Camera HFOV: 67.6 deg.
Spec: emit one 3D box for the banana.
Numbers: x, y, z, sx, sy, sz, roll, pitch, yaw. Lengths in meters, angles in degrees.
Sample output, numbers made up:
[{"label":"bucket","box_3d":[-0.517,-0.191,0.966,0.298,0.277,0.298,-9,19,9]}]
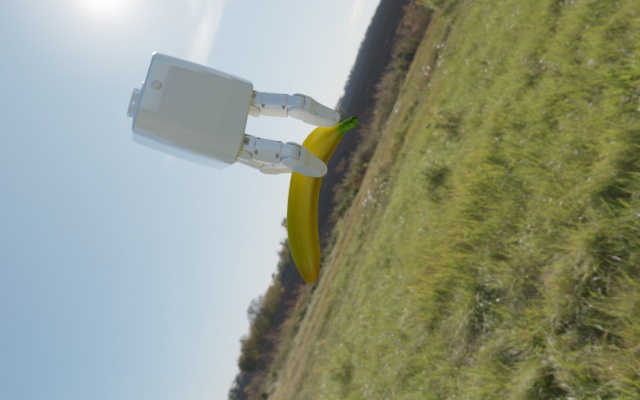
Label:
[{"label":"banana","box_3d":[-0.011,-0.006,0.561,0.037,0.198,0.069,8,7,-40]}]
